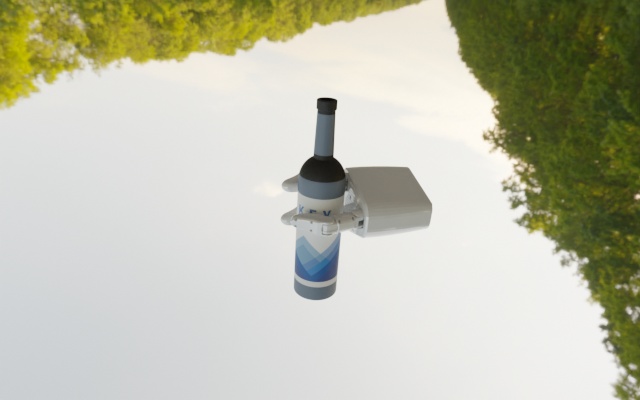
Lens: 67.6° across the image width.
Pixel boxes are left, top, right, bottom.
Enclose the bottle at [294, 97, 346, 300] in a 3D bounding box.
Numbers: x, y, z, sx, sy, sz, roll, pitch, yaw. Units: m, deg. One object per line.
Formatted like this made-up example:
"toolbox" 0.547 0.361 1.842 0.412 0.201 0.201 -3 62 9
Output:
"bottle" 0.000 0.002 0.681 0.069 0.296 0.069 3 25 -1
